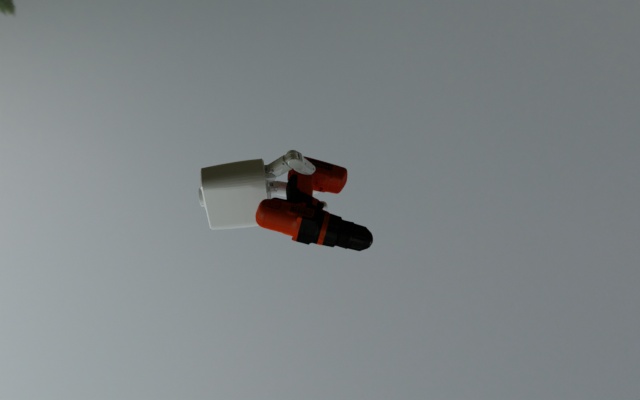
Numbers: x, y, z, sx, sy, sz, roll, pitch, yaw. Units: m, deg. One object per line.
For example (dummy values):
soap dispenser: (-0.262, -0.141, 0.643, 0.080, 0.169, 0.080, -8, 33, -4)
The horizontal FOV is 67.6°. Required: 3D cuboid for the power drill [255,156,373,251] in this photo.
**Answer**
power drill: (0.000, 0.002, 0.790, 0.184, 0.057, 0.187, 16, 32, -2)
